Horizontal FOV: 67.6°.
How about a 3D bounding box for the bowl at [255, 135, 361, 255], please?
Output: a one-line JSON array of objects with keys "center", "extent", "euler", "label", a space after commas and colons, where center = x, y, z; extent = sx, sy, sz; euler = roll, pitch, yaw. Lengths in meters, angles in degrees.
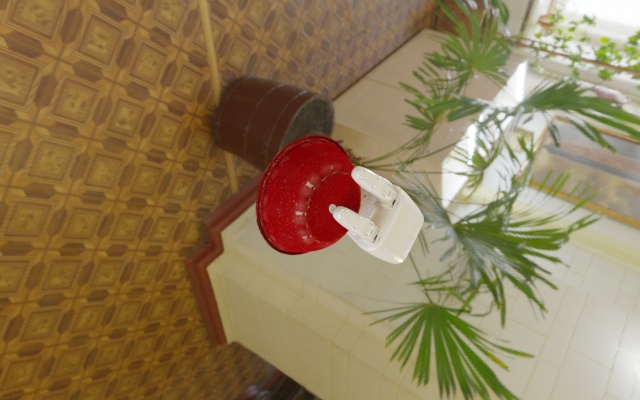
[{"center": [-0.001, 0.002, 0.599], "extent": [0.162, 0.162, 0.055], "euler": [0, 16, -42], "label": "bowl"}]
